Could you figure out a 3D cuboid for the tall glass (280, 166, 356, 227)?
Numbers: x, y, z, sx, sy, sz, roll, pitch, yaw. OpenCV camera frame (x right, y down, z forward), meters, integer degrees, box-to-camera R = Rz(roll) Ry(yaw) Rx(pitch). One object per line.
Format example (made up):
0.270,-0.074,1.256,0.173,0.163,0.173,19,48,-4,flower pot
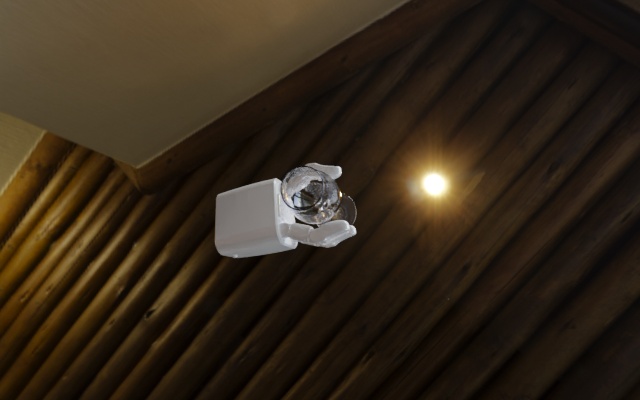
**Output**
0.000,0.002,0.731,0.079,0.079,0.201,0,-11,15,tall glass
